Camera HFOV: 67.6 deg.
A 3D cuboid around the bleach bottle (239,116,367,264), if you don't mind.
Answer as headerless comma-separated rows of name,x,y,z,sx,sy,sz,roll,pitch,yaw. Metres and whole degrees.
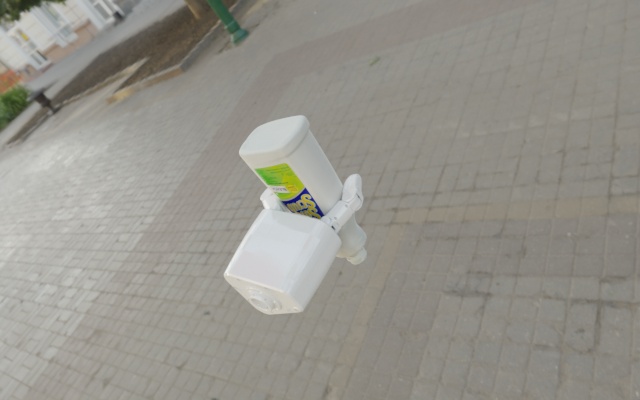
bleach bottle,0.000,0.002,0.661,0.102,0.068,0.251,-3,-45,42
